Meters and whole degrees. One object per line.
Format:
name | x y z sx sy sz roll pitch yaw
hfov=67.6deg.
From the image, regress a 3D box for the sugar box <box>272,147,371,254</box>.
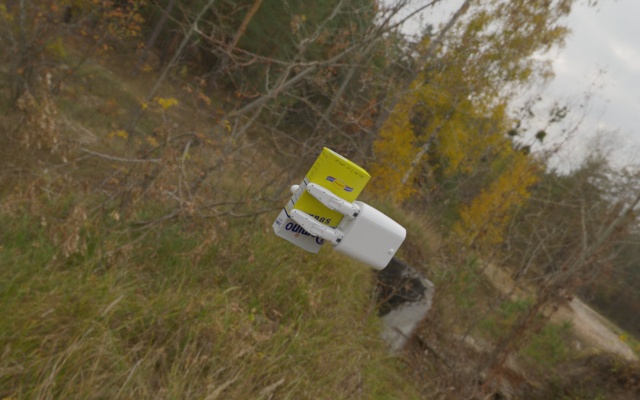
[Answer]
sugar box | 0.000 0.003 0.848 0.093 0.176 0.048 28 10 -24
